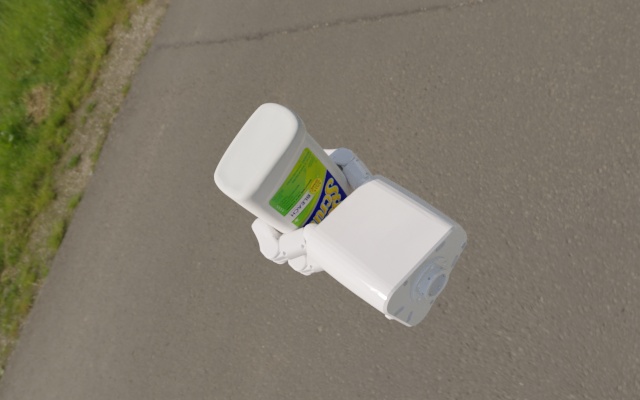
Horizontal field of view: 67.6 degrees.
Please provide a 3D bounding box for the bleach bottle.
[{"bbox_3d":[0.000,0.002,0.533,0.068,0.102,0.251,34,-2,39],"label":"bleach bottle"}]
